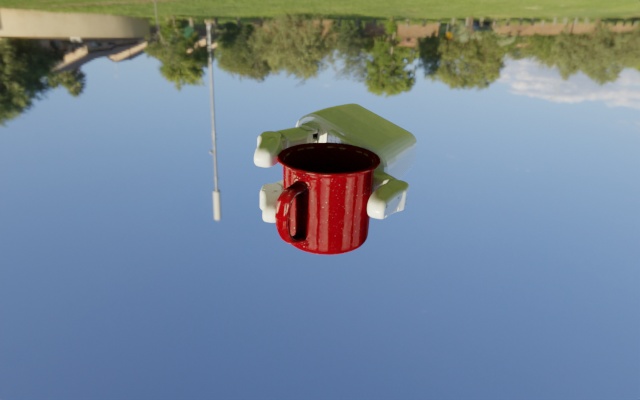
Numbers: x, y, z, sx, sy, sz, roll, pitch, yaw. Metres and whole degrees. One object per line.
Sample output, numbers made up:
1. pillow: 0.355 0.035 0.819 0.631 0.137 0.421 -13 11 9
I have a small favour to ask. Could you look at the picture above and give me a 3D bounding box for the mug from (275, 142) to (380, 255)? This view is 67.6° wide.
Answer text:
1. mug: -0.001 0.002 0.436 0.093 0.081 0.117 15 27 28
